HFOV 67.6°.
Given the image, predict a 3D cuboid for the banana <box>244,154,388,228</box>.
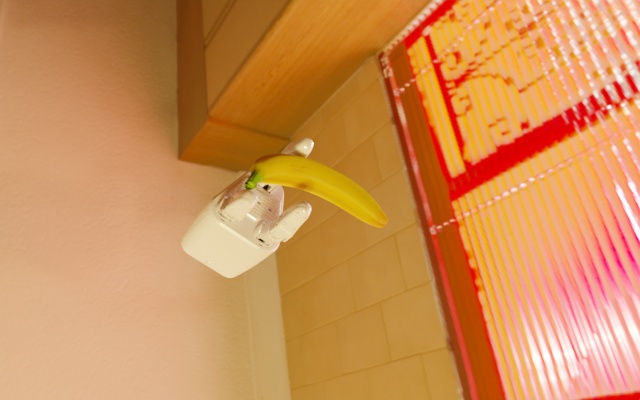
[{"bbox_3d":[-0.005,-0.015,0.554,0.198,0.069,0.037,15,-37,-33],"label":"banana"}]
